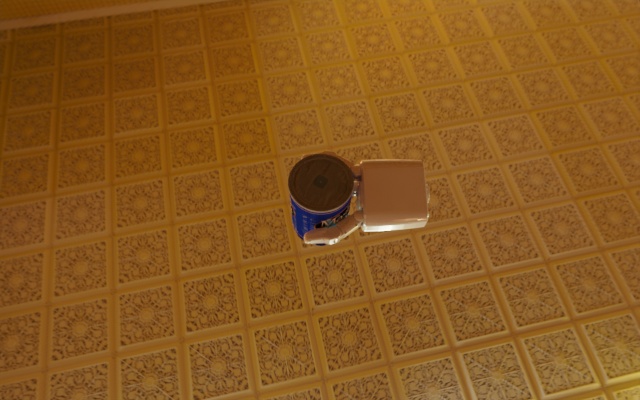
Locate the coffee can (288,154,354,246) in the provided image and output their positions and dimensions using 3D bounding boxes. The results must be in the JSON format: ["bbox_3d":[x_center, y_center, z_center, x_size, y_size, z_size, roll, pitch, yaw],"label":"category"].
[{"bbox_3d":[0.000,0.003,0.800,0.103,0.102,0.140,0,-27,-1],"label":"coffee can"}]
